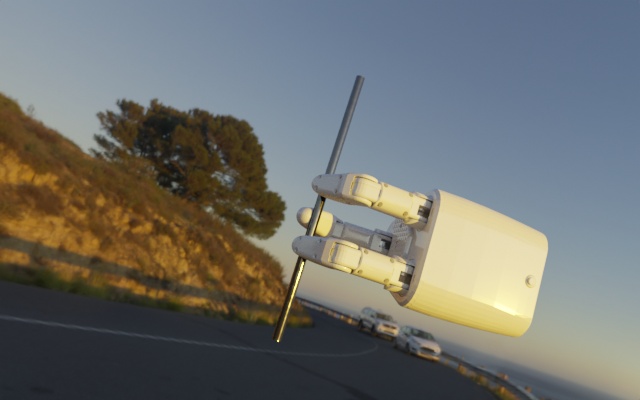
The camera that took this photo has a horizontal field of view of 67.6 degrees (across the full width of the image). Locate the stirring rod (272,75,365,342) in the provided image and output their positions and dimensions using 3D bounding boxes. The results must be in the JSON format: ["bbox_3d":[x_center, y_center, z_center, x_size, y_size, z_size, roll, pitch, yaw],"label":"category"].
[{"bbox_3d":[0.000,0.001,0.411,0.011,0.239,0.011,17,-10,3],"label":"stirring rod"}]
